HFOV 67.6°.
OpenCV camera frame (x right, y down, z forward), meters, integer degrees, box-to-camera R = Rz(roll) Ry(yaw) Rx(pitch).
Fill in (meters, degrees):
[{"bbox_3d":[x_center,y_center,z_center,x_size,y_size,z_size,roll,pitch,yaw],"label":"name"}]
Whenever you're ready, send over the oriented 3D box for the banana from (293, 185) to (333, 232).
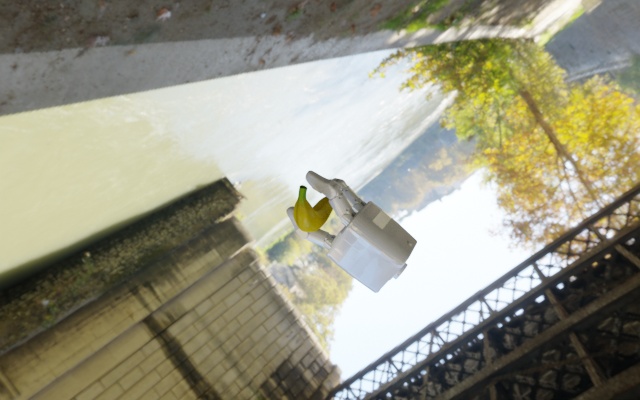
[{"bbox_3d":[-0.009,0.019,0.787,0.037,0.069,0.198,26,2,12],"label":"banana"}]
